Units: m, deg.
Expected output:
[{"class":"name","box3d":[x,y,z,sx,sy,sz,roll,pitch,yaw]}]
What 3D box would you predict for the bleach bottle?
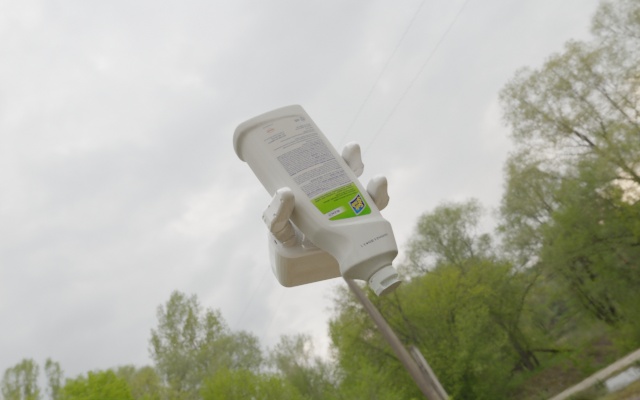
[{"class":"bleach bottle","box3d":[0.000,0.002,0.541,0.102,0.250,0.068,-25,-27,-20]}]
